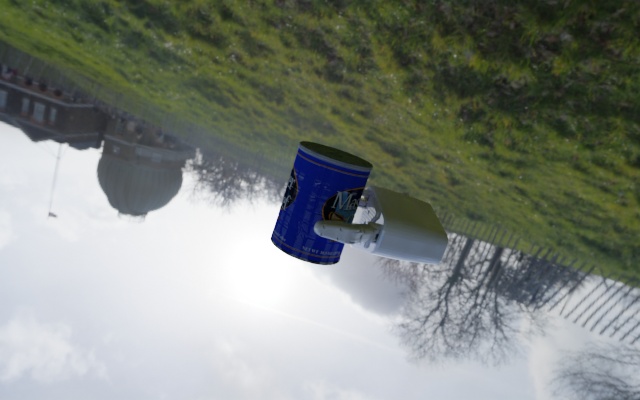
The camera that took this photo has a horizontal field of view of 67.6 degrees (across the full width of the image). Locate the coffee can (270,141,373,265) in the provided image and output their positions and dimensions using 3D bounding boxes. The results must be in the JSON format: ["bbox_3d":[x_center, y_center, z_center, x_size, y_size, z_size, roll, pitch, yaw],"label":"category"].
[{"bbox_3d":[0.000,0.002,0.649,0.103,0.140,0.102,17,14,-4],"label":"coffee can"}]
